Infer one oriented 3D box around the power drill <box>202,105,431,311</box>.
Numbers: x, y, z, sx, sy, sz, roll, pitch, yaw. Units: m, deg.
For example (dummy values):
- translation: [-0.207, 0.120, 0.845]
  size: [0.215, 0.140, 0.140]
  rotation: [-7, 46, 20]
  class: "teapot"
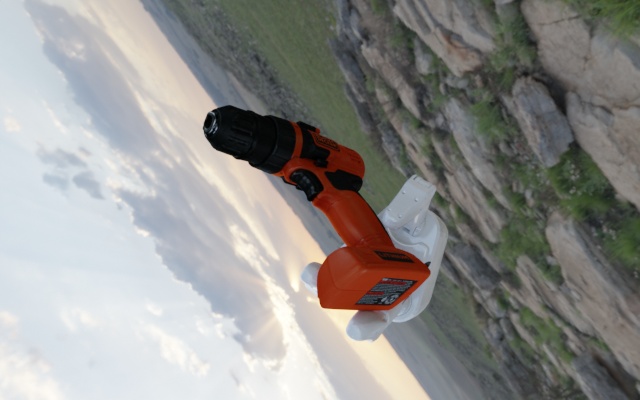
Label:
- translation: [0.000, 0.002, 0.409]
  size: [0.184, 0.187, 0.057]
  rotation: [13, -51, -44]
  class: "power drill"
